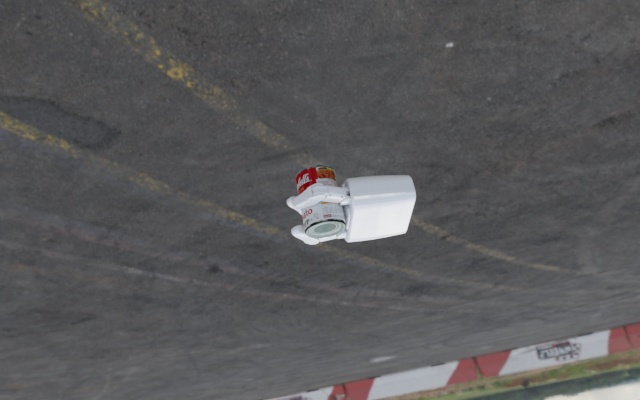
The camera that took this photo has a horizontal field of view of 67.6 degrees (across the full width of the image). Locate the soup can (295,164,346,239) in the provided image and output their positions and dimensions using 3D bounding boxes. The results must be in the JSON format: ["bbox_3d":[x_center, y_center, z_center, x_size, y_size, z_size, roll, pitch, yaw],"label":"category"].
[{"bbox_3d":[0.000,0.003,0.774,0.068,0.102,0.068,-9,-26,-4],"label":"soup can"}]
